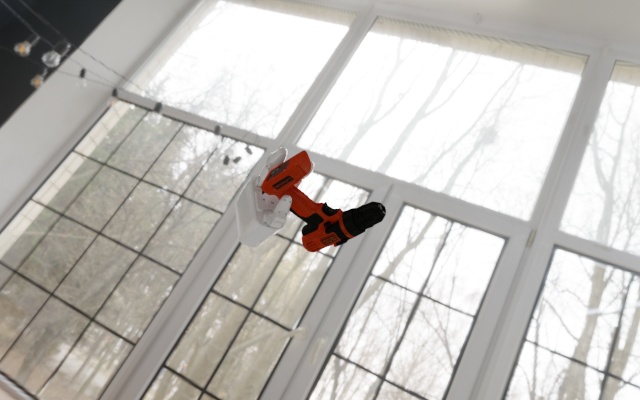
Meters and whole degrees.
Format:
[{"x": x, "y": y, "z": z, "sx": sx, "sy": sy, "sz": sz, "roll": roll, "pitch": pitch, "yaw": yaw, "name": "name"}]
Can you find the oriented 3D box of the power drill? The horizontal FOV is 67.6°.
[{"x": 0.000, "y": 0.003, "z": 0.859, "sx": 0.184, "sy": 0.188, "sz": 0.057, "roll": -28, "pitch": 24, "yaw": 30, "name": "power drill"}]
